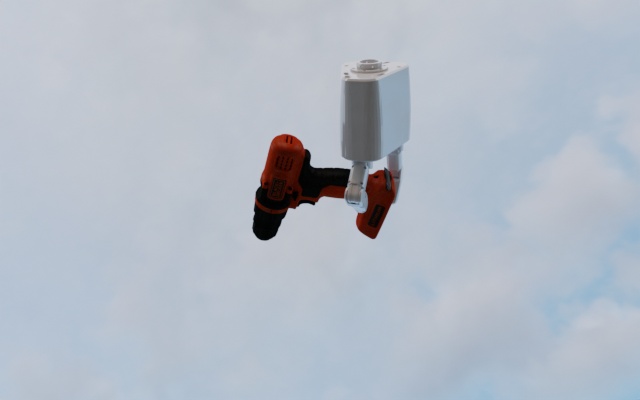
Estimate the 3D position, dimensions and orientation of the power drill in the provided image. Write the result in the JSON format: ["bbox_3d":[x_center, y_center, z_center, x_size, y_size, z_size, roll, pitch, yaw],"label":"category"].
[{"bbox_3d":[0.001,0.002,0.689,0.187,0.185,0.057,11,41,-10],"label":"power drill"}]
